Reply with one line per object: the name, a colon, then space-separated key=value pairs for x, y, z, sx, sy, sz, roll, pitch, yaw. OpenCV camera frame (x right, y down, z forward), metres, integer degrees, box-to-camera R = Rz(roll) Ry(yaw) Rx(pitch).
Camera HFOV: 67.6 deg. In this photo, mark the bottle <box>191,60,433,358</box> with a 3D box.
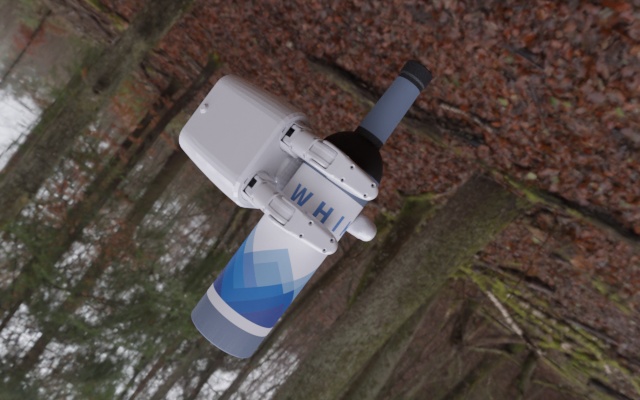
bottle: x=0.000 y=0.002 z=0.425 sx=0.069 sy=0.296 sz=0.069 roll=37 pitch=1 yaw=-1
